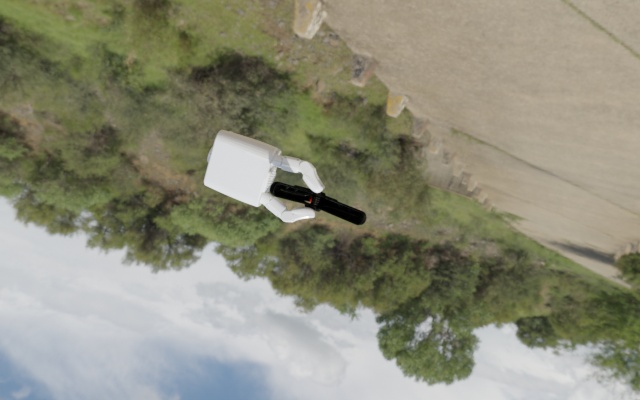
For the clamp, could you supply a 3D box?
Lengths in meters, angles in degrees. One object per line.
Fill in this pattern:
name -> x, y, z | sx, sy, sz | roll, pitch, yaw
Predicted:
clamp -> 0.000, 0.003, 0.861 | 0.164, 0.036, 0.210 | 21, 2, 2
